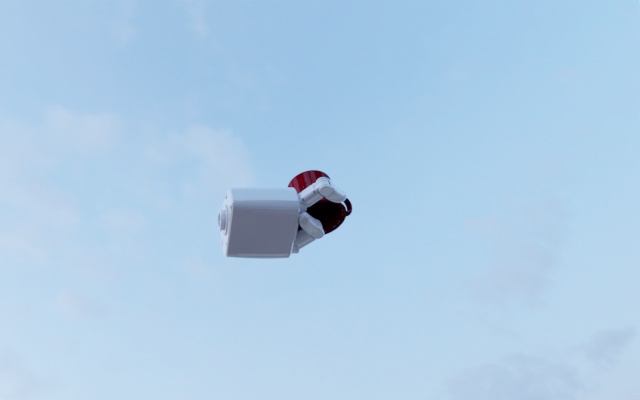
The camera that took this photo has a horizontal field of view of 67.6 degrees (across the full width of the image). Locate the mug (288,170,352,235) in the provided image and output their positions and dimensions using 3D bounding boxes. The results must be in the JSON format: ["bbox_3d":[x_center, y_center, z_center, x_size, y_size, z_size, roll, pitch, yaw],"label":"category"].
[{"bbox_3d":[0.001,0.003,0.822,0.117,0.081,0.093,2,-45,-23],"label":"mug"}]
